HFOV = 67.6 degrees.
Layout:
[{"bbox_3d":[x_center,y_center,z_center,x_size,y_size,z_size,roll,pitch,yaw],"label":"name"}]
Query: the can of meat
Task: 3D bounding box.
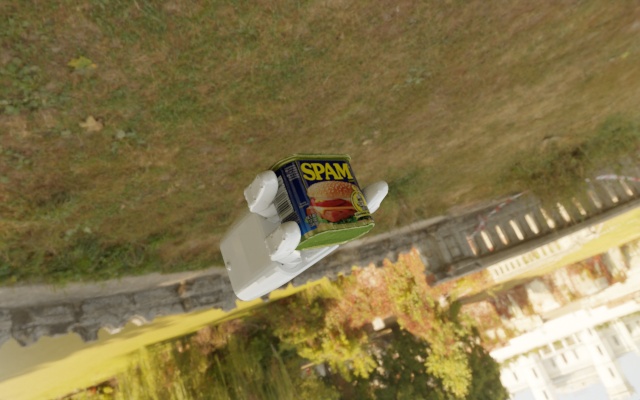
[{"bbox_3d":[0.000,0.002,0.493,0.102,0.084,0.057,-4,-24,-44],"label":"can of meat"}]
